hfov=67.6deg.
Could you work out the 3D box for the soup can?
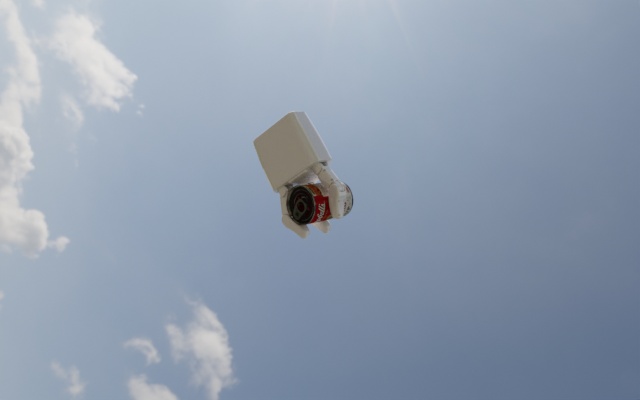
[{"bbox_3d":[0.001,0.003,0.831,0.068,0.068,0.102,0,6,43],"label":"soup can"}]
